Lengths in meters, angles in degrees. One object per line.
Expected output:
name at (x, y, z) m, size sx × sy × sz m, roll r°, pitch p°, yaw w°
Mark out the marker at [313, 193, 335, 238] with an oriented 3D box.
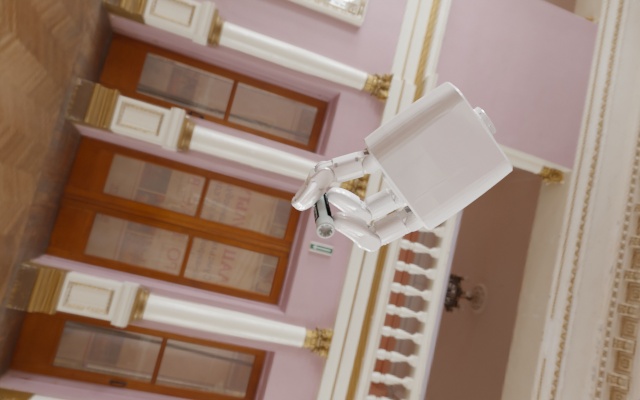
marker at (0.000, 0.002, 0.526) m, size 0.020 × 0.020 × 0.121 m, roll 0°, pitch 28°, yaw -6°
